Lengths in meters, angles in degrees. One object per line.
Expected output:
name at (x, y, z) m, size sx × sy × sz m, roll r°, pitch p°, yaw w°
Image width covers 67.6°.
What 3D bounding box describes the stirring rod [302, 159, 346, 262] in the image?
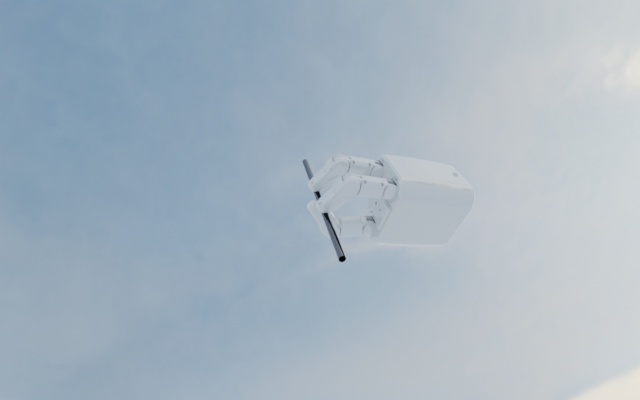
stirring rod at (0.000, 0.002, 0.600) m, size 0.011 × 0.011 × 0.239 m, roll 0°, pitch 30°, yaw -13°
